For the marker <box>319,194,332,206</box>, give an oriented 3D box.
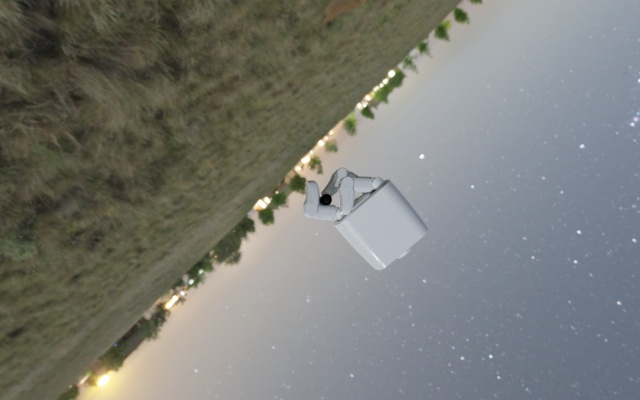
[{"bbox_3d":[0.000,0.003,0.812,0.020,0.020,0.121,0,-4,-10],"label":"marker"}]
